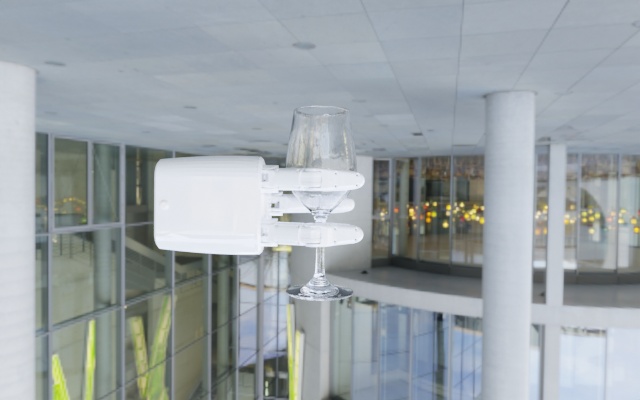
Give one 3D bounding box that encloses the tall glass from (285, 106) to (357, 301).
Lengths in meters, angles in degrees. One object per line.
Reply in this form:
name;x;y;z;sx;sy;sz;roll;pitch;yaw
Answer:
tall glass;0.000;0.002;0.522;0.079;0.201;0.079;1;2;0
